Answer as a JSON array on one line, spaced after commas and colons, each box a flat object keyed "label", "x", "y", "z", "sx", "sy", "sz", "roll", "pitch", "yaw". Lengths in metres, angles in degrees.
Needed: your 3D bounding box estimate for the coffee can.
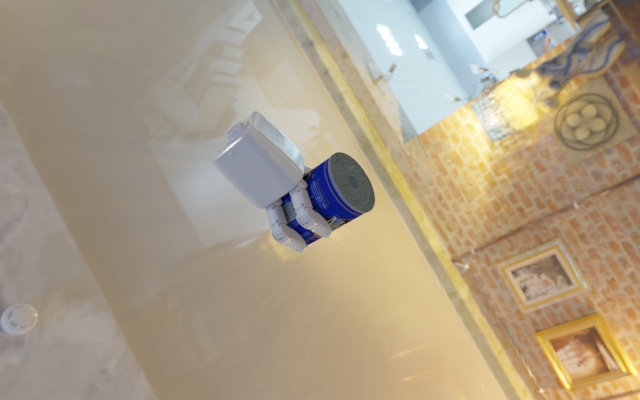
[{"label": "coffee can", "x": 0.000, "y": 0.002, "z": 0.754, "sx": 0.140, "sy": 0.102, "sz": 0.103, "roll": -32, "pitch": -18, "yaw": 31}]
